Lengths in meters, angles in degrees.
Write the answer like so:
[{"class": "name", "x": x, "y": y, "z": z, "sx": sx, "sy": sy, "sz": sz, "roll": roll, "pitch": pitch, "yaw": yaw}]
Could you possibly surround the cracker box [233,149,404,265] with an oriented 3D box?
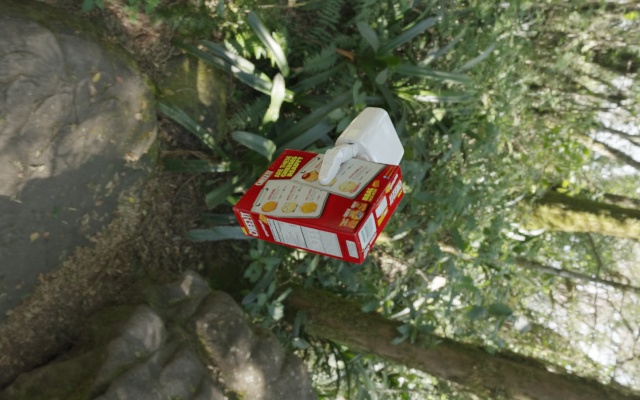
[{"class": "cracker box", "x": 0.000, "y": 0.002, "z": 0.746, "sx": 0.213, "sy": 0.072, "sz": 0.164, "roll": 10, "pitch": 44, "yaw": 29}]
